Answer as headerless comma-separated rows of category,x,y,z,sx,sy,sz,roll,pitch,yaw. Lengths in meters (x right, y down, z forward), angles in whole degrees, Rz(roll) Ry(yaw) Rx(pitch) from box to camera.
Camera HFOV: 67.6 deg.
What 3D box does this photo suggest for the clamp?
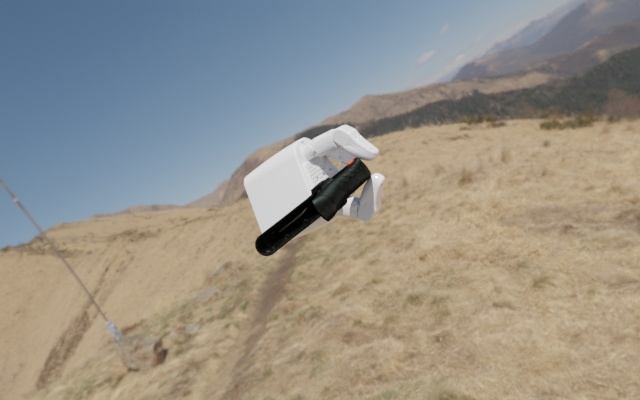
clamp,0.000,0.001,0.531,0.120,0.039,0.171,-27,7,34
